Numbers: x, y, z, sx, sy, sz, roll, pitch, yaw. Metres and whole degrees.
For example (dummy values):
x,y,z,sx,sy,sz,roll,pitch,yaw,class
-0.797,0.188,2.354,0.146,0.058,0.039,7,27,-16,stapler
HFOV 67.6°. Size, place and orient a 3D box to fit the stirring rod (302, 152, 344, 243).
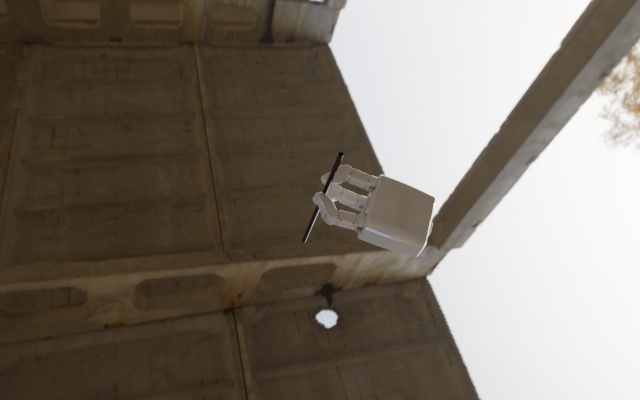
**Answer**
x,y,z,sx,sy,sz,roll,pitch,yaw,class
0.000,0.003,0.825,0.011,0.011,0.240,0,-38,-20,stirring rod
